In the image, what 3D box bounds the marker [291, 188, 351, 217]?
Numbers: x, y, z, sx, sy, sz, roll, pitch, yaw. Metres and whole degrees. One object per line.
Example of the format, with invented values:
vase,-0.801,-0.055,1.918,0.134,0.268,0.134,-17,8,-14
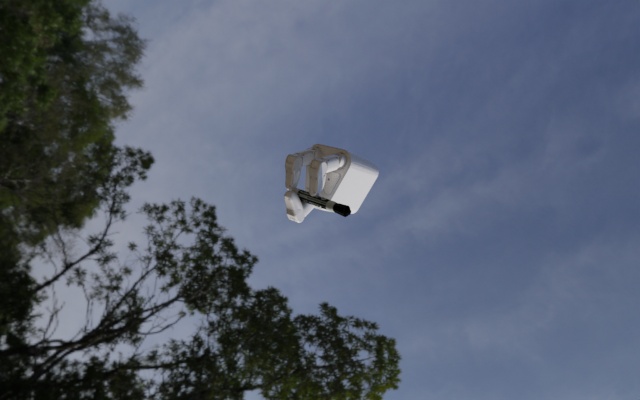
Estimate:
marker,0.000,0.003,0.777,0.121,0.020,0.020,19,12,37
